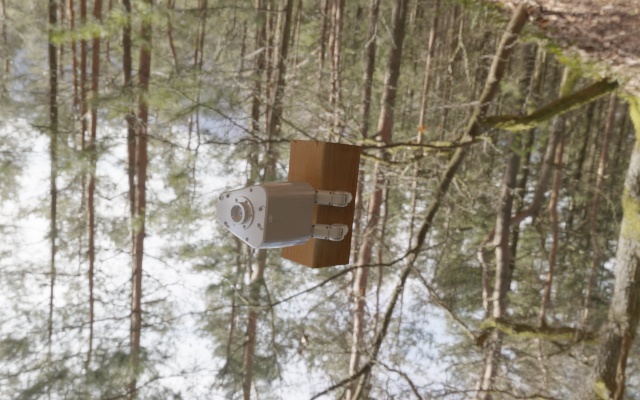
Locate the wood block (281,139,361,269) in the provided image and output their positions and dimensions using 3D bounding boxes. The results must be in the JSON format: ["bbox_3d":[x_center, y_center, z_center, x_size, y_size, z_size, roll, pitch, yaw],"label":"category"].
[{"bbox_3d":[0.000,0.003,0.823,0.090,0.206,0.091,0,9,-43],"label":"wood block"}]
